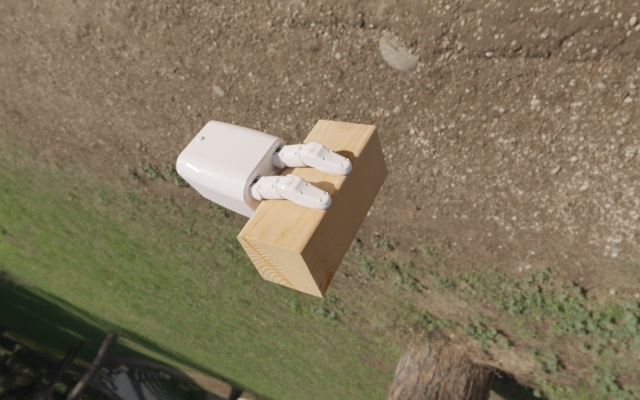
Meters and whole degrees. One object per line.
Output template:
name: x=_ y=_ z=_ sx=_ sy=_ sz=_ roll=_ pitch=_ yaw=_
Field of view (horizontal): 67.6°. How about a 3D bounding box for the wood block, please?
wood block: x=0.000 y=0.002 z=0.598 sx=0.090 sy=0.206 sz=0.091 roll=12 pitch=-37 yaw=29
